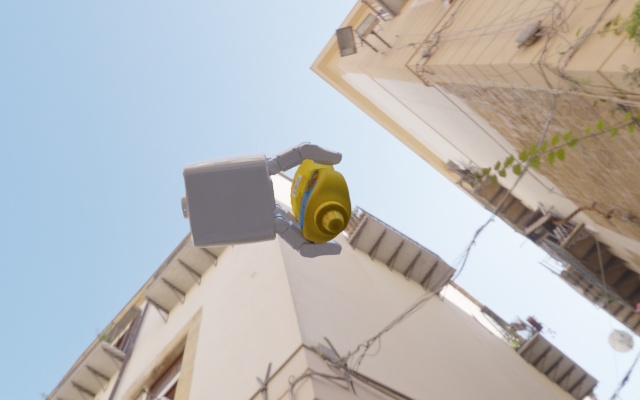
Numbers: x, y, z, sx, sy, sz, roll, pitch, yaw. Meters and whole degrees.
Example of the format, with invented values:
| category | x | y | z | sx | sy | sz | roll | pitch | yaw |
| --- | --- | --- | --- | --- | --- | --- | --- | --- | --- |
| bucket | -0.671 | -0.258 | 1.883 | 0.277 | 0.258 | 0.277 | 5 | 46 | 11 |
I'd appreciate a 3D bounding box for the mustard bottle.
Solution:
| category | x | y | z | sx | sy | sz | roll | pitch | yaw |
| --- | --- | --- | --- | --- | --- | --- | --- | --- | --- |
| mustard bottle | 0.000 | 0.002 | 0.634 | 0.058 | 0.096 | 0.191 | 16 | 13 | -14 |
